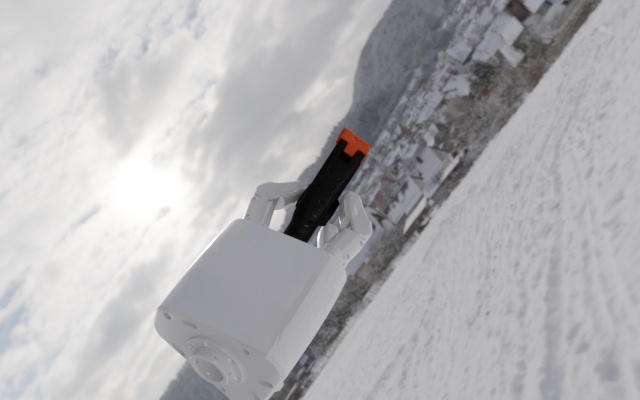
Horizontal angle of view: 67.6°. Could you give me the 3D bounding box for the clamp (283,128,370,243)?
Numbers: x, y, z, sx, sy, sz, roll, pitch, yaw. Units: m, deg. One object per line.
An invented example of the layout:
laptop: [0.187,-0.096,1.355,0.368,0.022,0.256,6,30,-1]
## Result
clamp: [-0.001,0.001,0.482,0.036,0.210,0.164,34,44,3]
